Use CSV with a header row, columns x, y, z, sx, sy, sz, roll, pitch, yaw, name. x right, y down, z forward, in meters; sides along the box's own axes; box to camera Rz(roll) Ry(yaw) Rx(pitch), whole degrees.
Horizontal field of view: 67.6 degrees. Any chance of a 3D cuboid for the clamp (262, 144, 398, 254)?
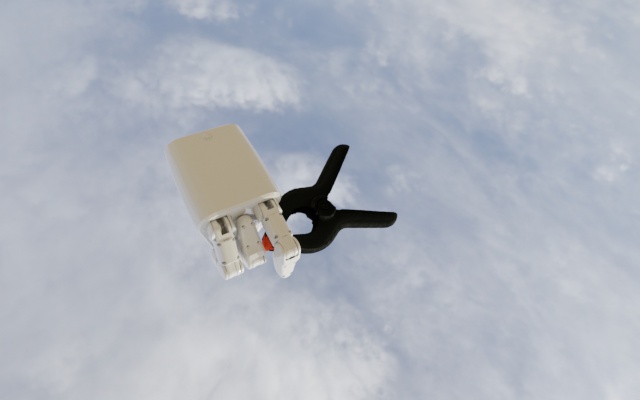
x,y,z,sx,sy,sz,roll,pitch,yaw,name
0.000,0.002,0.570,0.171,0.120,0.039,-20,-19,-28,clamp
